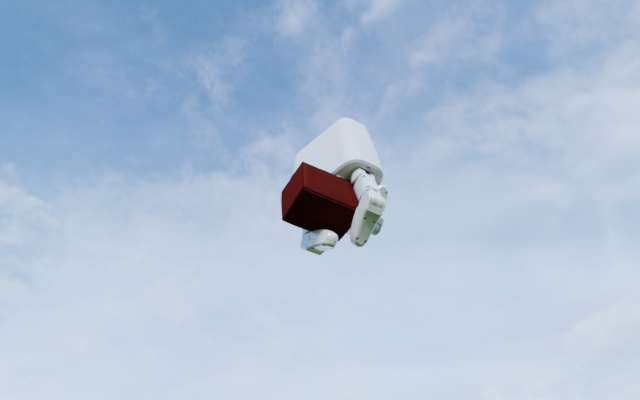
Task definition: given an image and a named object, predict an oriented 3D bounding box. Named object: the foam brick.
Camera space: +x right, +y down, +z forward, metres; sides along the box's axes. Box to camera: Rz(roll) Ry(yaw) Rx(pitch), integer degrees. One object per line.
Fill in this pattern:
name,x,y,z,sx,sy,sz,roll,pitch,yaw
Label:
foam brick,0.000,0.002,0.542,0.078,0.053,0.051,22,35,-23
